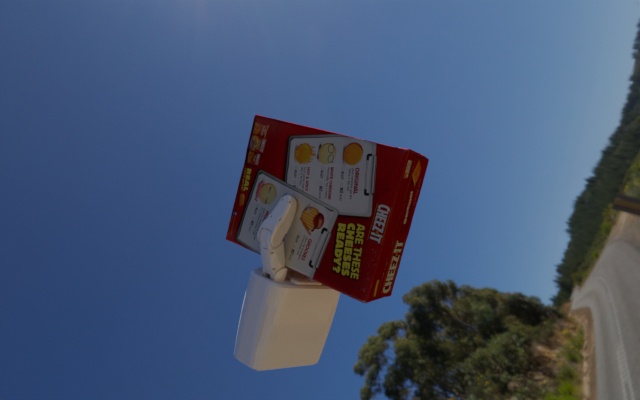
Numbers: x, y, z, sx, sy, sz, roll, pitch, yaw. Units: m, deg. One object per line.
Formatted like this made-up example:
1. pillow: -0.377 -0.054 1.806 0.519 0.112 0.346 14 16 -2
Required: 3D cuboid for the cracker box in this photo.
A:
1. cracker box: 0.000 0.002 0.561 0.213 0.164 0.072 18 7 33
